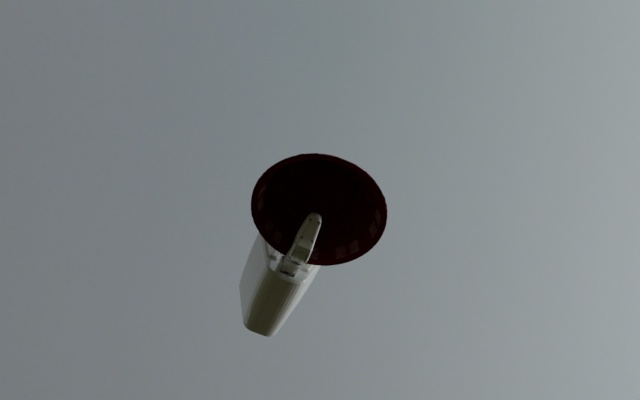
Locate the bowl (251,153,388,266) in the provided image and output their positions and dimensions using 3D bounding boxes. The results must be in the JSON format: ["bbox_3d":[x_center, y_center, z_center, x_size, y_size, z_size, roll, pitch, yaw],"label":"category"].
[{"bbox_3d":[0.001,0.001,0.581,0.162,0.162,0.055,0,35,8],"label":"bowl"}]
